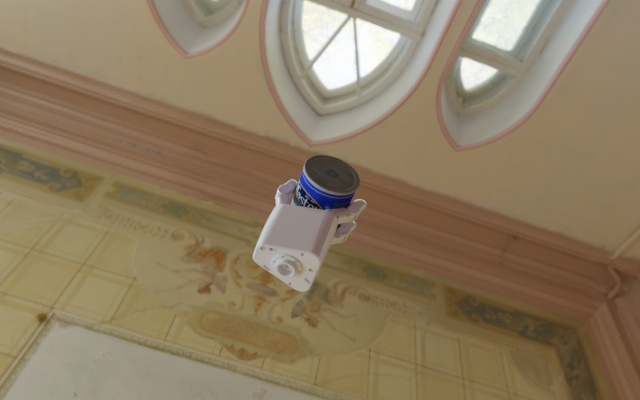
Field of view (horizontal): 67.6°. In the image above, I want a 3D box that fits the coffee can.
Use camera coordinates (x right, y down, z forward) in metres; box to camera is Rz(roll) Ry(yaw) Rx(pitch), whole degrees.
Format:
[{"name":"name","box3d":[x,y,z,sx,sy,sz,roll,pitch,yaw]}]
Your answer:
[{"name":"coffee can","box3d":[0.000,0.003,0.875,0.103,0.140,0.102,13,39,-11]}]
